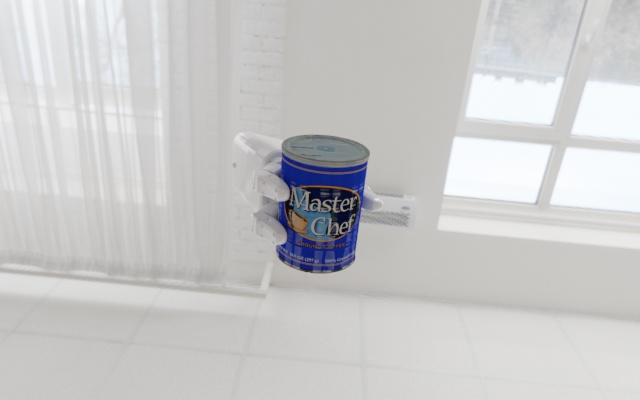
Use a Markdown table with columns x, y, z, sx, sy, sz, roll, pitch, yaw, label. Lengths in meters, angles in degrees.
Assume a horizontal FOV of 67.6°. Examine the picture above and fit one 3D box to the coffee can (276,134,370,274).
| x | y | z | sx | sy | sz | roll | pitch | yaw | label |
| --- | --- | --- | --- | --- | --- | --- | --- | --- | --- |
| 0.000 | 0.002 | 0.578 | 0.103 | 0.140 | 0.102 | 5 | 23 | -2 | coffee can |
